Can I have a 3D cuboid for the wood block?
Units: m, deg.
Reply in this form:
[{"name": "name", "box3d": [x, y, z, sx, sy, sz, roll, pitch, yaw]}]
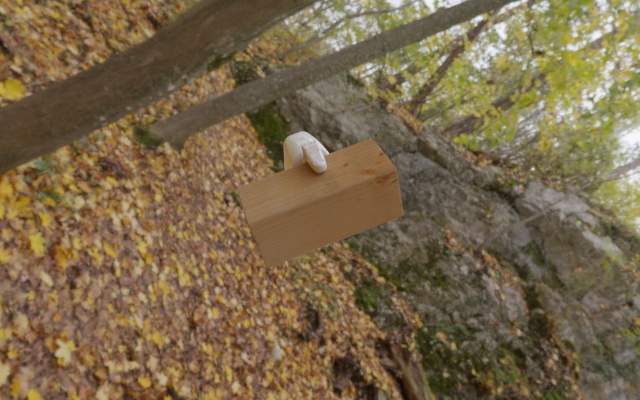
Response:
[{"name": "wood block", "box3d": [0.000, 0.002, 0.671, 0.206, 0.091, 0.090, -21, 40, -5]}]
